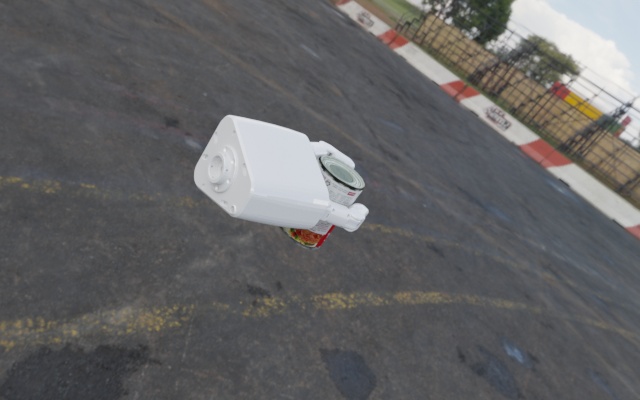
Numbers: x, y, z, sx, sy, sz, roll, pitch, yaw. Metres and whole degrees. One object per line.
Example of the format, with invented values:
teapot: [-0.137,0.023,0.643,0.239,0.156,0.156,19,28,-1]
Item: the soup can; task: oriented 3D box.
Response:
soup can: [0.001,0.002,0.601,0.068,0.102,0.068,29,24,-14]
